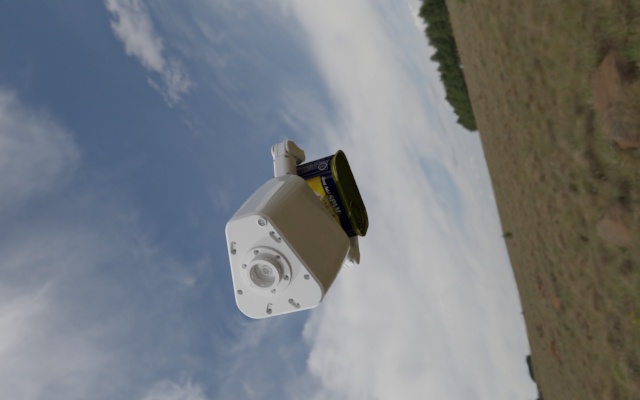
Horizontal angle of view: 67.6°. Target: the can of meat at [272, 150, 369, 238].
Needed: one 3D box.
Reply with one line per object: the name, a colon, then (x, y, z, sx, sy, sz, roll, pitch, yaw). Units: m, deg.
can of meat: (0.000, 0.002, 0.565, 0.084, 0.102, 0.057, -16, 19, 20)
